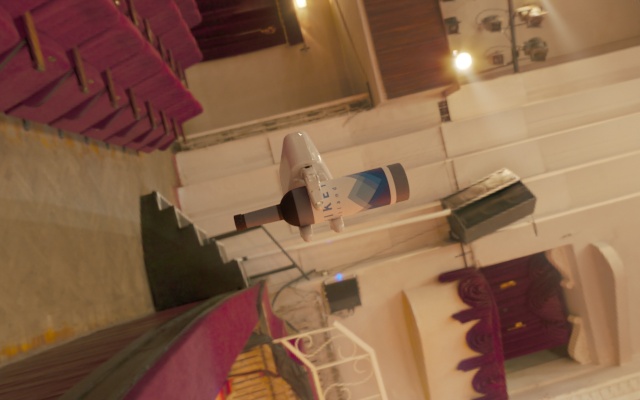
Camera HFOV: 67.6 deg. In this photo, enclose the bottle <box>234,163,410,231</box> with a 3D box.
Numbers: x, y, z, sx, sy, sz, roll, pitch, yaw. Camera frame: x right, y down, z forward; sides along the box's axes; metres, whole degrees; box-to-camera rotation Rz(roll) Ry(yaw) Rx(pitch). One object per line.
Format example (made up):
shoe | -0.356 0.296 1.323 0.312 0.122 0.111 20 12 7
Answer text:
bottle | 0.000 0.003 0.810 0.296 0.069 0.069 -14 1 -5
